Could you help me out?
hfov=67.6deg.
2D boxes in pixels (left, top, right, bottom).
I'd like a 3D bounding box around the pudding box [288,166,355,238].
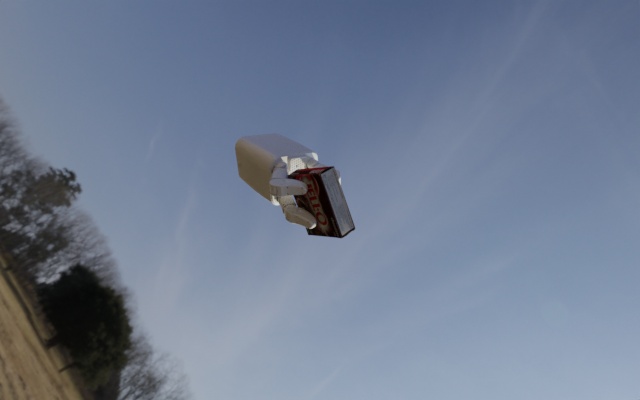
[{"bbox_3d":[0.000,0.002,0.772,0.039,0.113,0.090,-32,19,-32],"label":"pudding box"}]
